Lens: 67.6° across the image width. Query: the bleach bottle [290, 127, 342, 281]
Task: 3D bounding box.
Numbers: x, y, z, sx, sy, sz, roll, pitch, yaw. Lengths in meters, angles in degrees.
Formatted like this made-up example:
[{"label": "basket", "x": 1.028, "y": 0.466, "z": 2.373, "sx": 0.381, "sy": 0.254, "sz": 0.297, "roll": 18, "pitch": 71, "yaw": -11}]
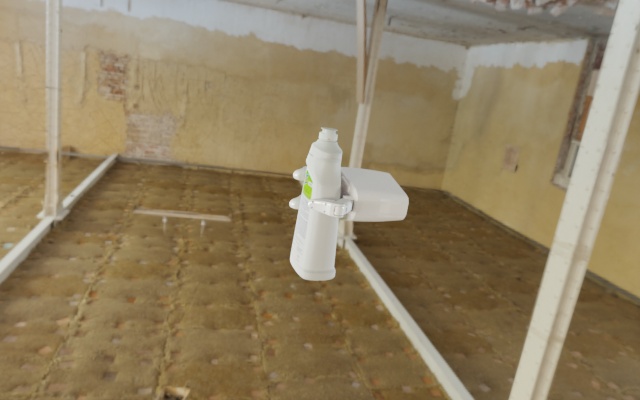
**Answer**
[{"label": "bleach bottle", "x": 0.000, "y": 0.003, "z": 0.821, "sx": 0.068, "sy": 0.251, "sz": 0.102, "roll": 2, "pitch": 16, "yaw": -22}]
